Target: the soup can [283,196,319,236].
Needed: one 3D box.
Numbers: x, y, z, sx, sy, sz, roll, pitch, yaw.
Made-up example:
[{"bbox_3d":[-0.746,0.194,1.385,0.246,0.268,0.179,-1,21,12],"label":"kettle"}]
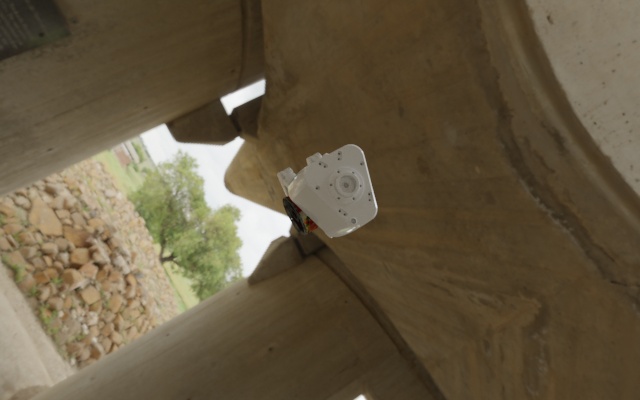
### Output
[{"bbox_3d":[0.000,0.003,0.761,0.102,0.068,0.068,-29,9,-16],"label":"soup can"}]
